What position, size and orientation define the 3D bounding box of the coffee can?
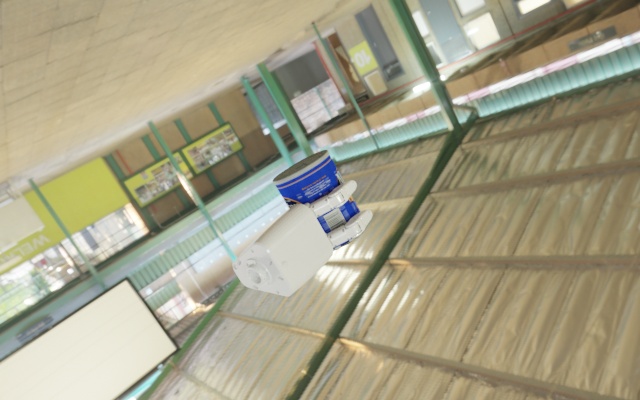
[{"bbox_3d":[0.000,0.002,0.783,0.103,0.140,0.102,-28,12,7],"label":"coffee can"}]
